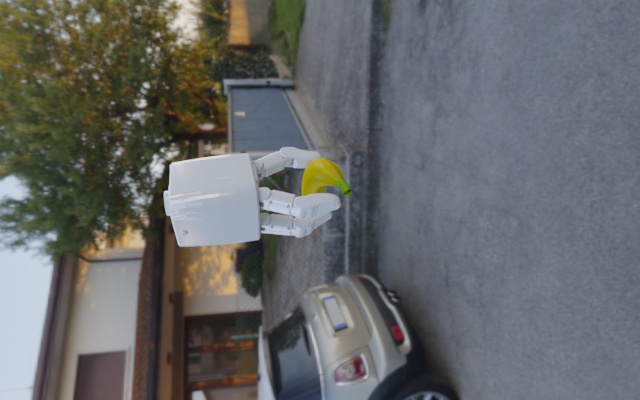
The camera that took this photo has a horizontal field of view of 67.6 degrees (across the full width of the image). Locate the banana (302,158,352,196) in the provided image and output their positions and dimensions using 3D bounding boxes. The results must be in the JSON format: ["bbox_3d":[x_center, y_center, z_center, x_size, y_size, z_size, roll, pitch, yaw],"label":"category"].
[{"bbox_3d":[-0.003,-0.016,0.675,0.037,0.069,0.198,-10,-10,-13],"label":"banana"}]
